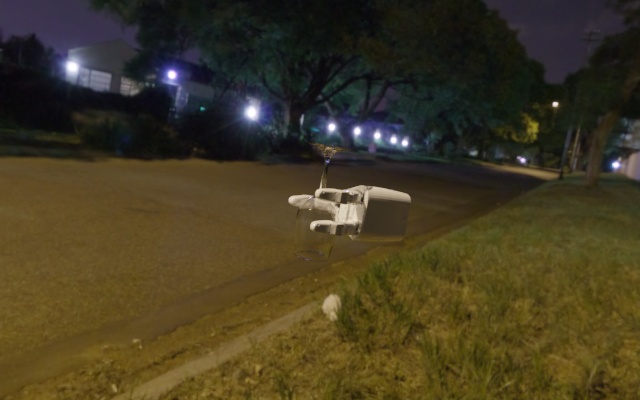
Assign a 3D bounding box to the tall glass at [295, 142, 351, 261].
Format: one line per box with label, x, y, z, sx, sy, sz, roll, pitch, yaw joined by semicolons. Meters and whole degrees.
tall glass;0.000;0.002;0.842;0.079;0.201;0.079;10;6;-1
